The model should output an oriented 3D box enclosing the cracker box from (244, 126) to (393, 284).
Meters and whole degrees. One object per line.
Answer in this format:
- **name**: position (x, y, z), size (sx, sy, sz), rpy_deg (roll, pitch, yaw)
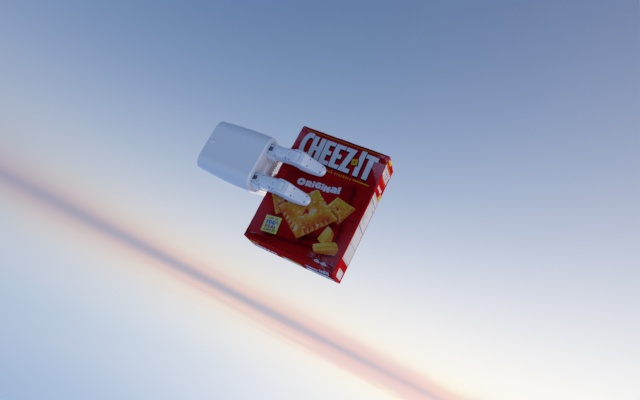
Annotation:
- **cracker box**: position (0.000, 0.003, 0.778), size (0.164, 0.213, 0.072), rpy_deg (22, -15, 18)
